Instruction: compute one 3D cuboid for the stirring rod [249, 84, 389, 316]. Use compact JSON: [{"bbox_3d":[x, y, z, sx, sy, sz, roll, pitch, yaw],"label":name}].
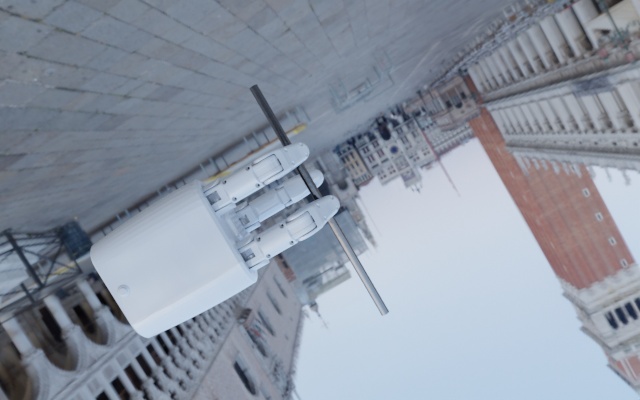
[{"bbox_3d":[0.000,0.001,0.437,0.011,0.239,0.011,-30,4,2],"label":"stirring rod"}]
